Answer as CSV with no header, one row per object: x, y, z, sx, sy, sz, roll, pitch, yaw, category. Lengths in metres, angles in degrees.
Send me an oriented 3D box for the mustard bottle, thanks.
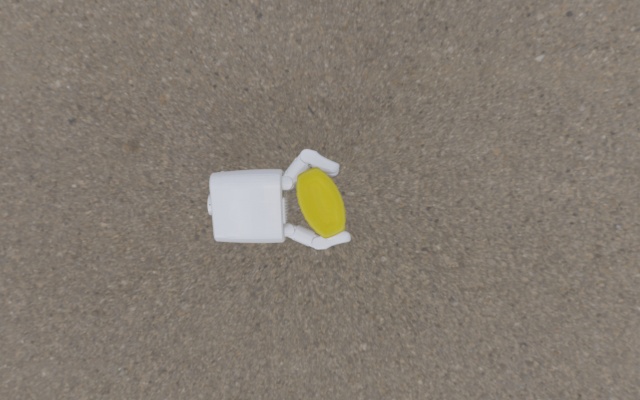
0.000,0.002,0.725,0.058,0.096,0.191,-25,1,0,mustard bottle
